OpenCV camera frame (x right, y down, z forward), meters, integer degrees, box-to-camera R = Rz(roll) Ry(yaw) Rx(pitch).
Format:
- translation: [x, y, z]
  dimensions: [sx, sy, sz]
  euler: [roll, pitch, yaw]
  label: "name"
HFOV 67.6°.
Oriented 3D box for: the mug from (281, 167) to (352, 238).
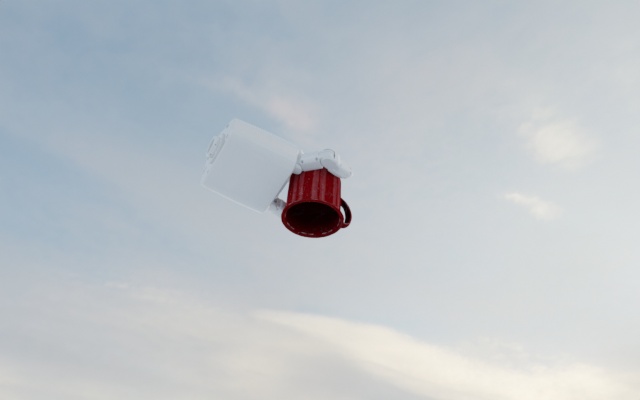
- translation: [0.001, 0.003, 0.730]
  dimensions: [0.117, 0.081, 0.093]
  euler: [25, -44, -23]
  label: "mug"
